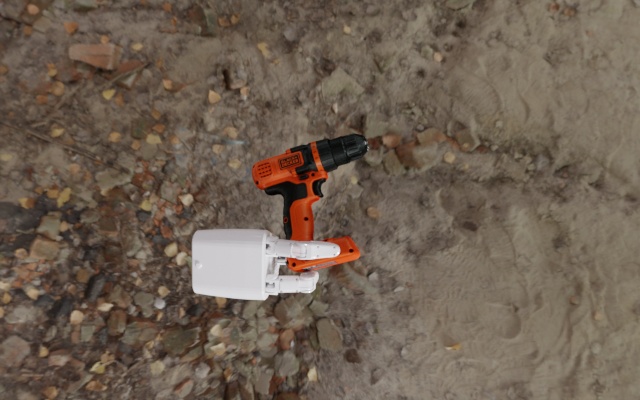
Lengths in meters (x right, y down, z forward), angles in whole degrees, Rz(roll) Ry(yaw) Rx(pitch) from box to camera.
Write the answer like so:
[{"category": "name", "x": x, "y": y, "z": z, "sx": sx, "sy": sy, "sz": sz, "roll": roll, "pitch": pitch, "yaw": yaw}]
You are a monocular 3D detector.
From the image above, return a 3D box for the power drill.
[{"category": "power drill", "x": 0.000, "y": 0.003, "z": 0.710, "sx": 0.184, "sy": 0.187, "sz": 0.057, "roll": -17, "pitch": -17, "yaw": 10}]
